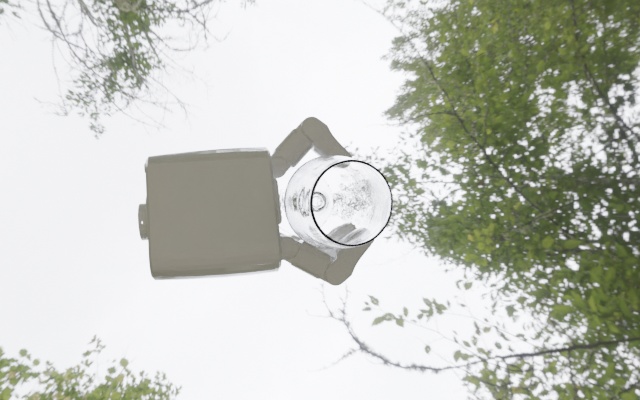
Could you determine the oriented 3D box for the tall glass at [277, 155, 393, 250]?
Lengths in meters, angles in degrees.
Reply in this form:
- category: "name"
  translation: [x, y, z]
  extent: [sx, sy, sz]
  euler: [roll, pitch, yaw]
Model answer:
- category: "tall glass"
  translation: [0.000, 0.001, 0.432]
  extent: [0.079, 0.079, 0.201]
  euler: [0, 0, -13]
